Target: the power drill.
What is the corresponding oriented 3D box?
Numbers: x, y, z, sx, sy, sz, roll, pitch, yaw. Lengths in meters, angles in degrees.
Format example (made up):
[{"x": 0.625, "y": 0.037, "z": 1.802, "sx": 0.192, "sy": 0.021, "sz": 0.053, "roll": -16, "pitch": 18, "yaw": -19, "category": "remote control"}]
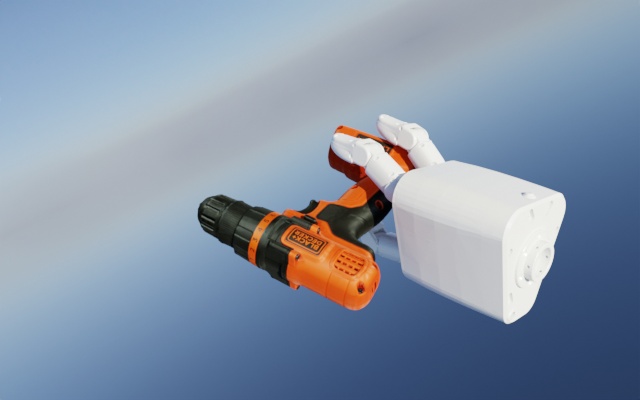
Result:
[{"x": 0.001, "y": 0.001, "z": 0.469, "sx": 0.184, "sy": 0.057, "sz": 0.187, "roll": 25, "pitch": 51, "yaw": 20, "category": "power drill"}]
